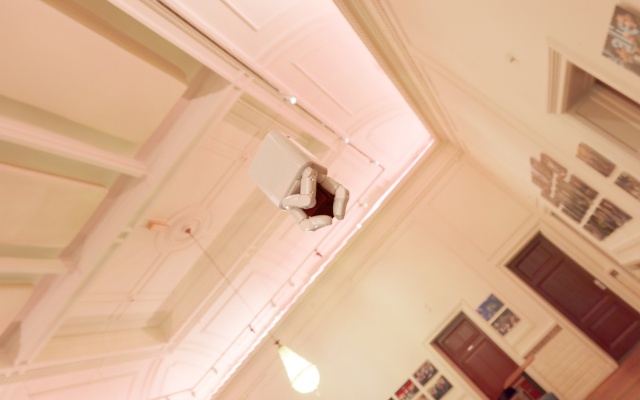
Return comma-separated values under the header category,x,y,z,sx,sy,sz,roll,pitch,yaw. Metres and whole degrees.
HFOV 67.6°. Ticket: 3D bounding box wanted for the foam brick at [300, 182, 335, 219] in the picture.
category,x,y,z,sx,sy,sz,roll,pitch,yaw
foam brick,0.000,0.003,0.887,0.051,0.053,0.078,44,10,25
